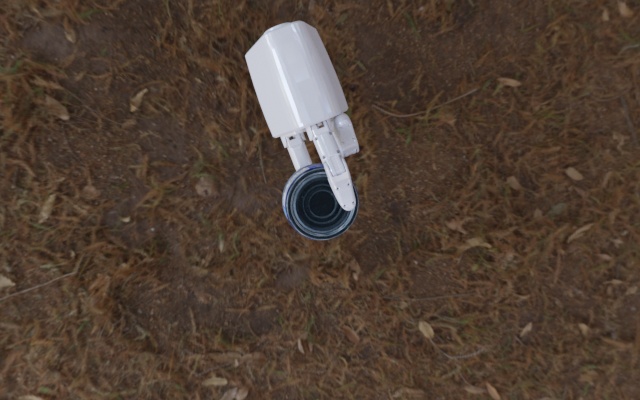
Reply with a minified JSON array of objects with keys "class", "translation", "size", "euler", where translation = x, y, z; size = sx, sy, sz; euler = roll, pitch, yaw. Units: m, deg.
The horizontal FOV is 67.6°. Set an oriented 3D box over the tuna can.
[{"class":"tuna can","translation":[0.000,0.002,0.547],"size":[0.086,0.086,0.033],"euler":[0,10,-10]}]
